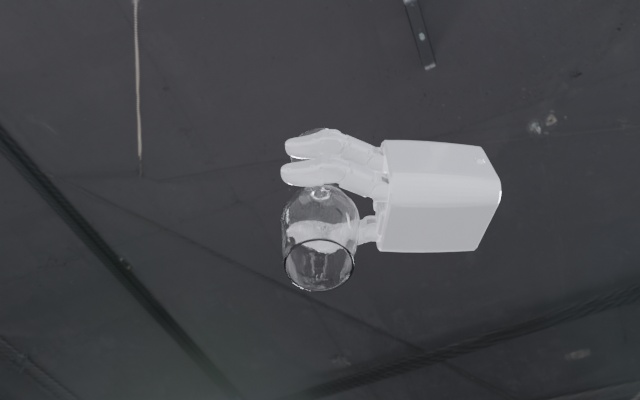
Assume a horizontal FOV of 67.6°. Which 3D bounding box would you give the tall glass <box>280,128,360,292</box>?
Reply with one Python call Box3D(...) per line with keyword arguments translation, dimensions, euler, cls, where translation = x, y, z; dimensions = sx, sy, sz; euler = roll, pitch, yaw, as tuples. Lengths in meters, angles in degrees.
Box3D(translation=(0.000, 0.001, 0.498), dimensions=(0.079, 0.079, 0.201), euler=(0, 34, 1), cls="tall glass")
